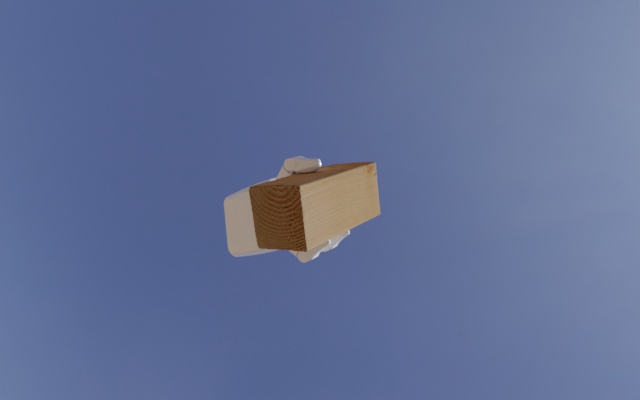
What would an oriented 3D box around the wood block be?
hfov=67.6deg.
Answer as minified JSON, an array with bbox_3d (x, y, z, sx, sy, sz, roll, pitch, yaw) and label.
[{"bbox_3d":[0.000,0.002,0.717,0.090,0.091,0.206,0,12,35],"label":"wood block"}]
